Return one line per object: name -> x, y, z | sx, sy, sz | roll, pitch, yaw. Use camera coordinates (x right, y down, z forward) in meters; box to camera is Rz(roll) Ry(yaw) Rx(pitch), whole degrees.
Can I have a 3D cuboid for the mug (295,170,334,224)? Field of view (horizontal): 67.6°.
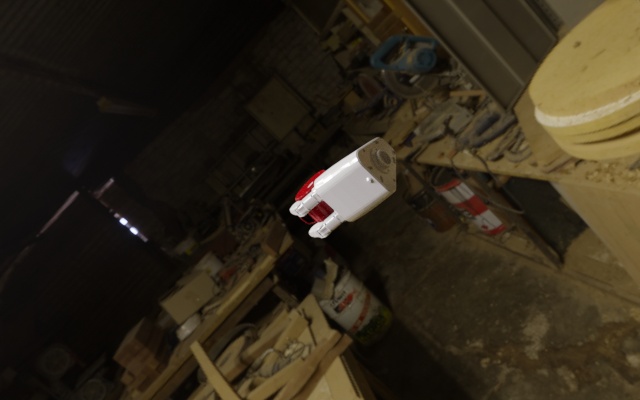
mug -> -0.001, 0.003, 0.900 | 0.117, 0.081, 0.093 | -36, 15, 37
